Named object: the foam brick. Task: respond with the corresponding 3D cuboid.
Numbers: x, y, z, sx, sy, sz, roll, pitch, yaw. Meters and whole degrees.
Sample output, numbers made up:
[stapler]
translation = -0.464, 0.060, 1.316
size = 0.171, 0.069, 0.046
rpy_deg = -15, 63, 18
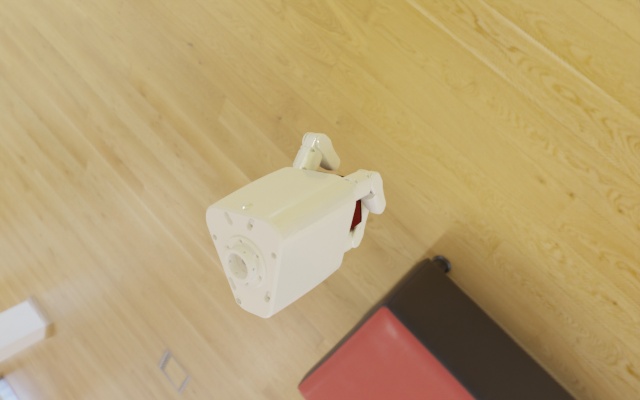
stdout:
[foam brick]
translation = 0.000, 0.002, 0.527
size = 0.078, 0.053, 0.051
rpy_deg = 12, 26, 35
